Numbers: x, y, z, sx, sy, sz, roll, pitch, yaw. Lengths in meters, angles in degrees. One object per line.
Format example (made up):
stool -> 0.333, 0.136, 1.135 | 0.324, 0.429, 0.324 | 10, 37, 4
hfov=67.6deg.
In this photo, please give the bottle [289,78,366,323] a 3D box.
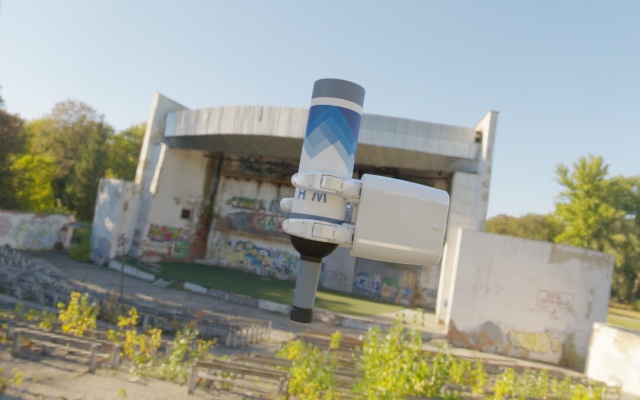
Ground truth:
bottle -> 0.000, 0.002, 0.592 | 0.069, 0.295, 0.069 | 9, -4, 1
